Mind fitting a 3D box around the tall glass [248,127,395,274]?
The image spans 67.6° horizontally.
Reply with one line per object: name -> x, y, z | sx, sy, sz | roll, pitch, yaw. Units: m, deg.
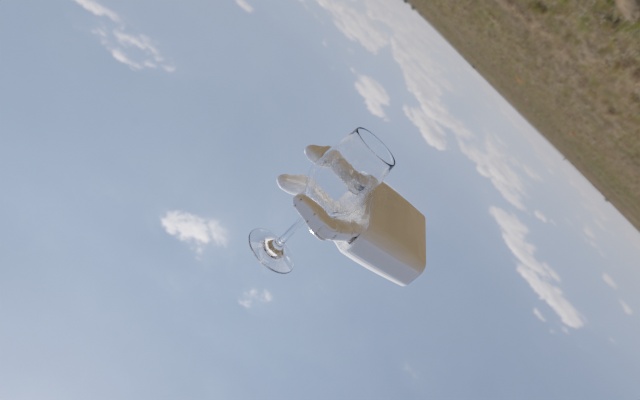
tall glass -> 0.000, 0.002, 0.587 | 0.201, 0.079, 0.079 | -45, -23, 24
